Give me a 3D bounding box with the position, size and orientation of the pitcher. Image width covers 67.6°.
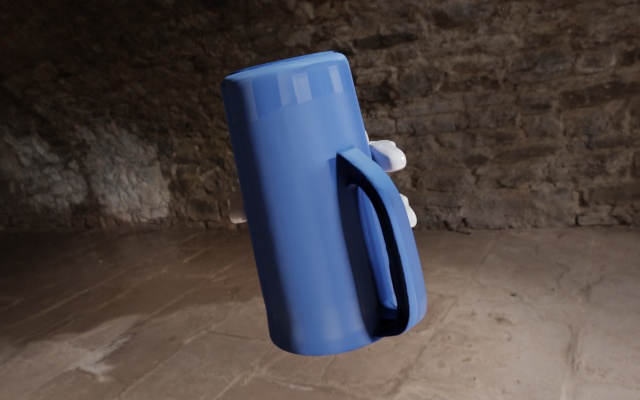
[{"bbox_3d":[0.000,0.001,0.417,0.149,0.243,0.145,-10,15,9],"label":"pitcher"}]
